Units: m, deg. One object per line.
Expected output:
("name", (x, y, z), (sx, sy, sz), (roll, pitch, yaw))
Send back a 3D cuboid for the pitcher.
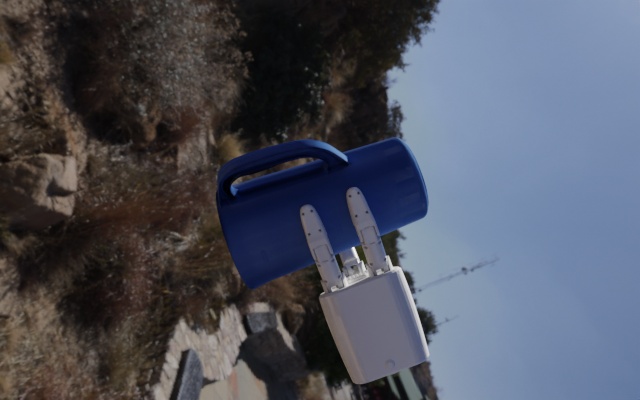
("pitcher", (0.000, 0.002, 0.587), (0.243, 0.145, 0.149), (-20, -7, 0))
